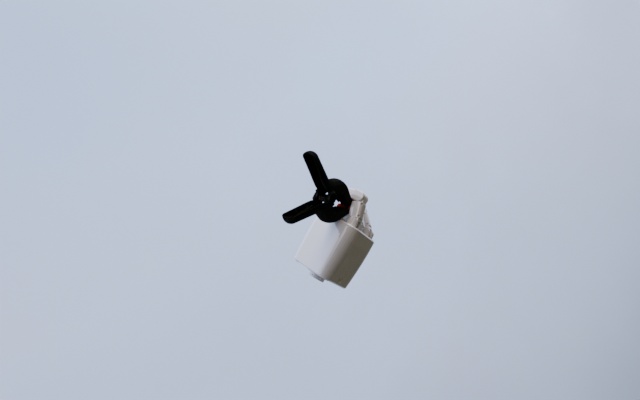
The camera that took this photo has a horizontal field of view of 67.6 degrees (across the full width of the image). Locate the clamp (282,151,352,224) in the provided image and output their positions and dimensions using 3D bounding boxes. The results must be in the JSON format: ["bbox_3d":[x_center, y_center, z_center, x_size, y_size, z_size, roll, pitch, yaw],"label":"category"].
[{"bbox_3d":[0.000,0.002,0.810,0.039,0.120,0.171,24,-8,40],"label":"clamp"}]
